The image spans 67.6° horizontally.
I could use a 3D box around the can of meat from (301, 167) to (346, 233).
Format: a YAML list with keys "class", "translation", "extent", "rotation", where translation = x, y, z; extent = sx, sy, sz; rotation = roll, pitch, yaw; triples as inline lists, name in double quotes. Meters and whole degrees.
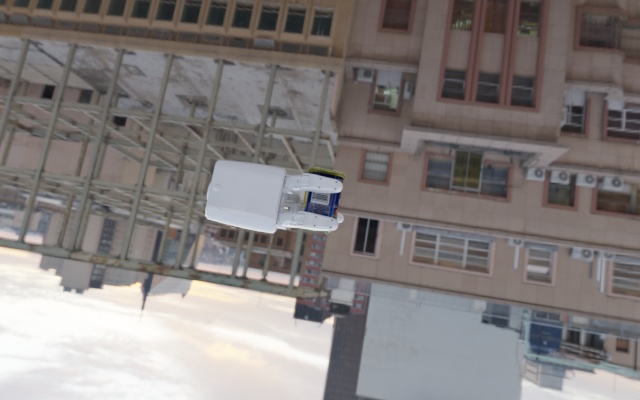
- class: "can of meat"
  translation: [0.000, 0.003, 0.734]
  extent: [0.057, 0.084, 0.102]
  rotation: [11, -10, -4]
